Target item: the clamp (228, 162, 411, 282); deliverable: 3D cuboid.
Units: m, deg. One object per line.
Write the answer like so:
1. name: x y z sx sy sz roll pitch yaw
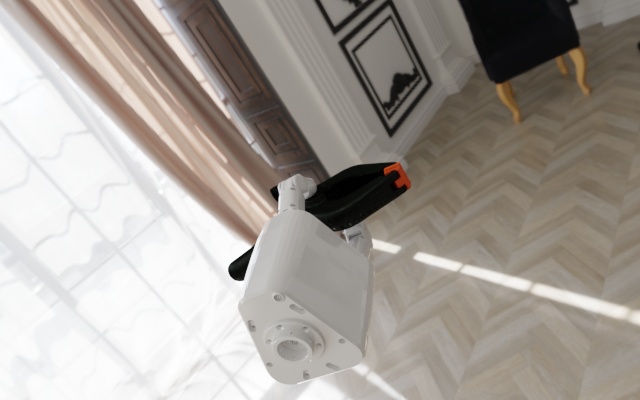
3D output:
1. clamp: 0.000 0.001 0.538 0.210 0.036 0.164 -24 27 22
